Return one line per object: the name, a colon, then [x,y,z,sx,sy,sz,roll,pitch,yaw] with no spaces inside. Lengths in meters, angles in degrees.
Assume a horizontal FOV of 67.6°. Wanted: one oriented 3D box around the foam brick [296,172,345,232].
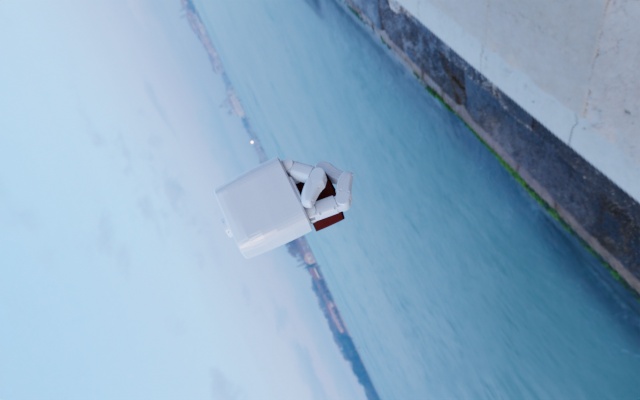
foam brick: [0.000,0.003,0.739,0.051,0.053,0.078,-26,-30,-4]
